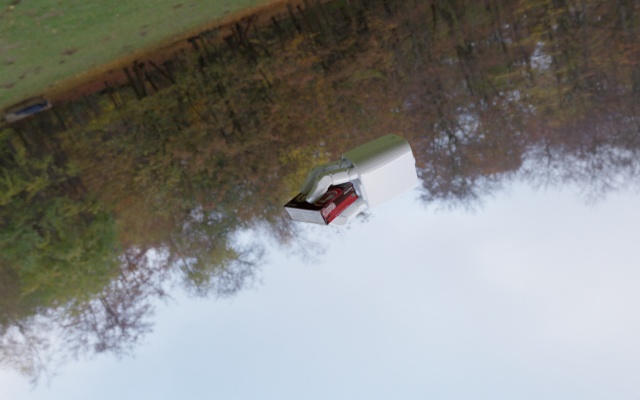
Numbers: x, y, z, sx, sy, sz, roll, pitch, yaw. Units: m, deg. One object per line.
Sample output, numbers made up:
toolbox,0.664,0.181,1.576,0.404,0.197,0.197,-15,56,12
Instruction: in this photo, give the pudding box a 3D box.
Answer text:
pudding box,0.000,0.003,0.875,0.090,0.039,0.113,-39,24,-30
